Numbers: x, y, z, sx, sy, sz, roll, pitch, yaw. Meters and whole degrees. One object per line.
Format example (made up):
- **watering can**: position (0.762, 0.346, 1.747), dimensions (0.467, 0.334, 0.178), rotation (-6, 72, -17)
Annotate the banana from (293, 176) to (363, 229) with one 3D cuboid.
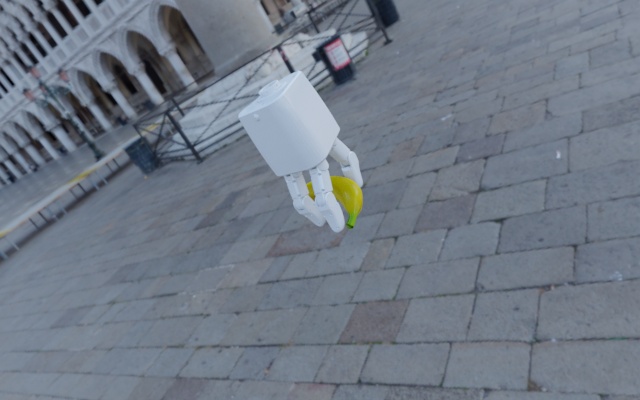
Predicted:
- **banana**: position (0.015, -0.010, 0.754), dimensions (0.069, 0.037, 0.197), rotation (-44, 25, -12)
